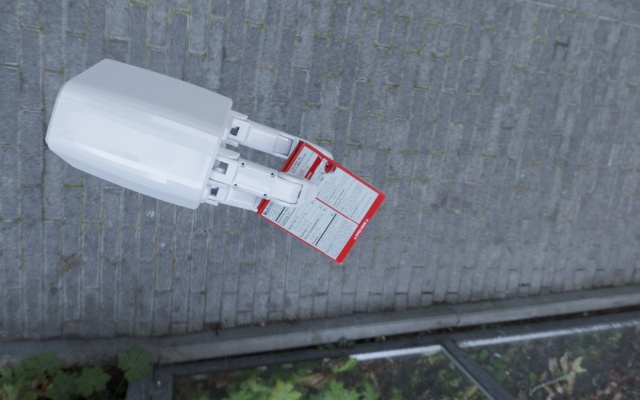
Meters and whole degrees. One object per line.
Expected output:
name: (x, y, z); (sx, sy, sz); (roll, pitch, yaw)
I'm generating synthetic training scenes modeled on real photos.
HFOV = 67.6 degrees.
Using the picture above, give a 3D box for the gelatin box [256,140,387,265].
gelatin box: (0.000, 0.002, 0.416); (0.089, 0.073, 0.030); (32, 4, -11)
